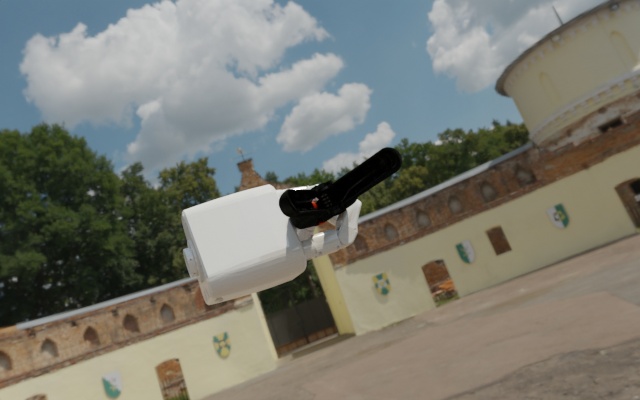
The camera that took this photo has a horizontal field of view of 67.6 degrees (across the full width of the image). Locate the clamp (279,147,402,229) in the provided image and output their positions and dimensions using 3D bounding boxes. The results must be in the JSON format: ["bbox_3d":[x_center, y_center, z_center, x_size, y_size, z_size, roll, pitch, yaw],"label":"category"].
[{"bbox_3d":[0.000,0.001,0.485,0.120,0.039,0.171,-16,-13,-22],"label":"clamp"}]
